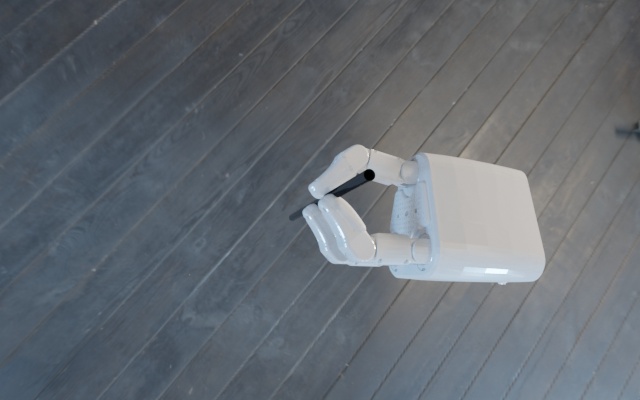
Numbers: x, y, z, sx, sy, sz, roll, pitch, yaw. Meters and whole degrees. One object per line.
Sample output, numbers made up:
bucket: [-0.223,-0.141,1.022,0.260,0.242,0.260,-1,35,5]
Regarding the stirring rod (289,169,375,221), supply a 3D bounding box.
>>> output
stirring rod: [0.000,0.001,0.421,0.011,0.011,0.239,0,-9,-15]
